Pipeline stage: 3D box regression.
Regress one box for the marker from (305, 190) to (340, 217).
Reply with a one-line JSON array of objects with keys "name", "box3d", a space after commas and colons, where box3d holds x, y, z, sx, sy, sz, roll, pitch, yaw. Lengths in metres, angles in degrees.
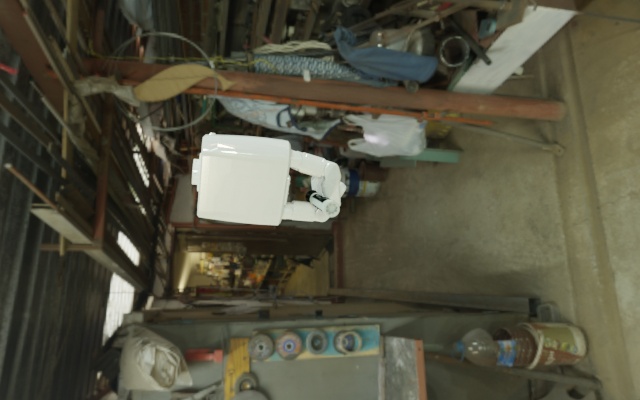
[{"name": "marker", "box3d": [0.000, 0.002, 0.598, 0.020, 0.020, 0.121, 0, 8, -12]}]
